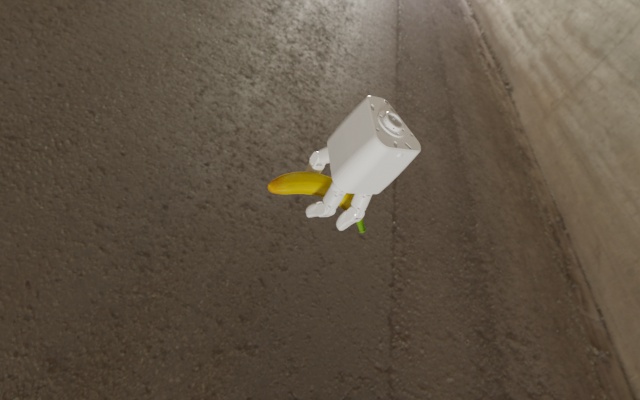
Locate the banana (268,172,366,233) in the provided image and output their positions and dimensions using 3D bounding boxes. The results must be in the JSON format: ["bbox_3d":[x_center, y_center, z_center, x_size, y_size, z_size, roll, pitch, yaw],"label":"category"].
[{"bbox_3d":[0.005,-0.012,0.807,0.198,0.069,0.037,24,-37,-24],"label":"banana"}]
